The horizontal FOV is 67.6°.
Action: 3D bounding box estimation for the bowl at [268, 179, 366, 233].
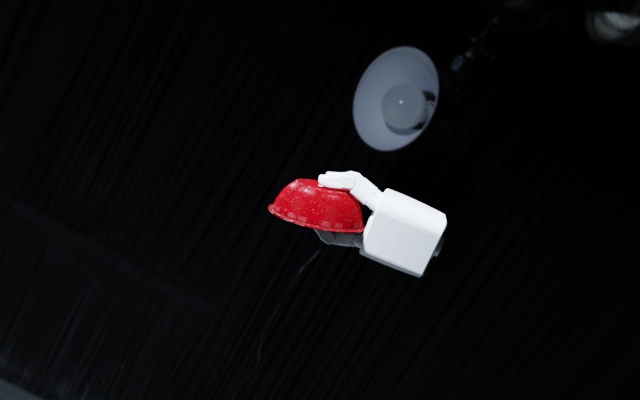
[{"bbox_3d":[-0.001,0.002,0.767,0.162,0.055,0.162,11,10,-2],"label":"bowl"}]
